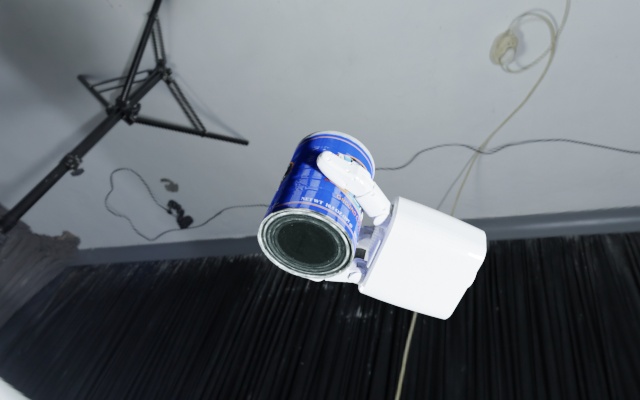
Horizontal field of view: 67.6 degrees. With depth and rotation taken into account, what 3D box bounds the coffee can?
[{"bbox_3d":[0.000,0.002,0.539,0.103,0.103,0.140,0,41,18],"label":"coffee can"}]
